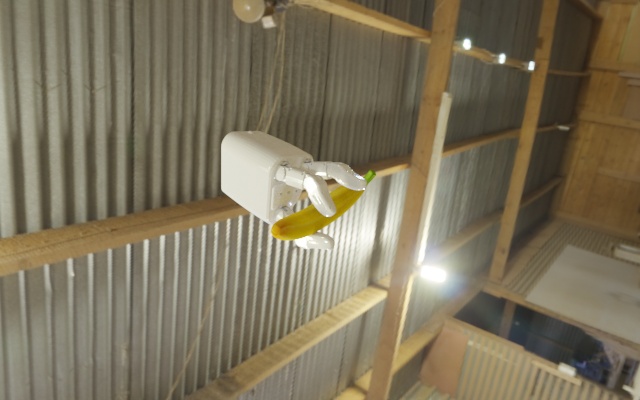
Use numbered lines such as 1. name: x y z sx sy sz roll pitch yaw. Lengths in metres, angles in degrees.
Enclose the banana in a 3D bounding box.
1. banana: -0.001 0.013 0.676 0.037 0.070 0.197 40 51 22
